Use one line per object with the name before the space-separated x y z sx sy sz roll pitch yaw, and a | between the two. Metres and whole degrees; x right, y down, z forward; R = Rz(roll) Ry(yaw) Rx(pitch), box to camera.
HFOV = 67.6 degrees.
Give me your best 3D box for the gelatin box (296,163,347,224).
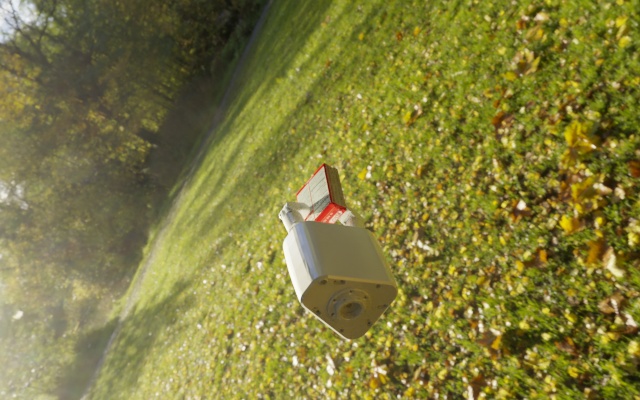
gelatin box | 0.000 0.002 0.684 0.030 0.089 0.073 23 -54 -29
